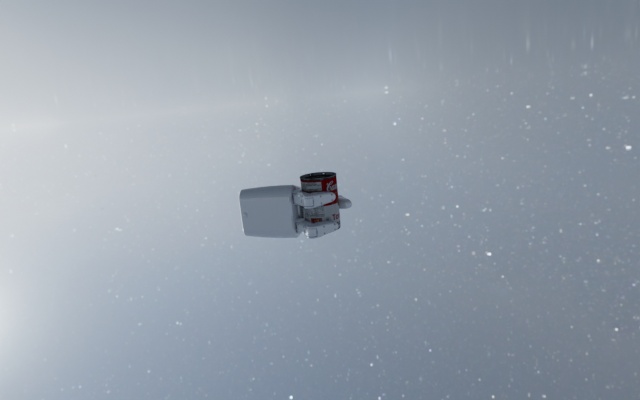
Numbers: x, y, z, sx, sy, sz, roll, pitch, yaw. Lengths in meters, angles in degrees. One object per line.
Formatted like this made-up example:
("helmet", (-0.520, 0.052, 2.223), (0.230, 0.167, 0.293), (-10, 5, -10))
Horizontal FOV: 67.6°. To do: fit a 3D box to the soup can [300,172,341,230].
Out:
("soup can", (0.001, 0.003, 0.883), (0.068, 0.102, 0.068), (-5, 12, 1))
